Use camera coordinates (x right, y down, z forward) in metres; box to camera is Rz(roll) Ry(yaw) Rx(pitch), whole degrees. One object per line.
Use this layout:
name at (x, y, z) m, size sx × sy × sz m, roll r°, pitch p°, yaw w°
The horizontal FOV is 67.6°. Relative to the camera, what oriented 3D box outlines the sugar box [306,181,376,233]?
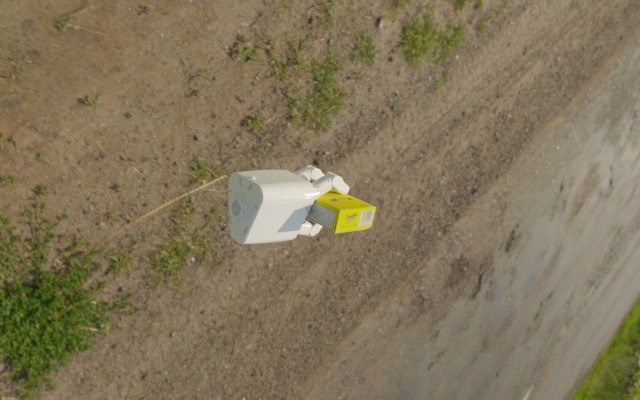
sugar box at (0.000, 0.002, 0.832) m, size 0.093 × 0.048 × 0.176 m, roll -4°, pitch 24°, yaw -45°
